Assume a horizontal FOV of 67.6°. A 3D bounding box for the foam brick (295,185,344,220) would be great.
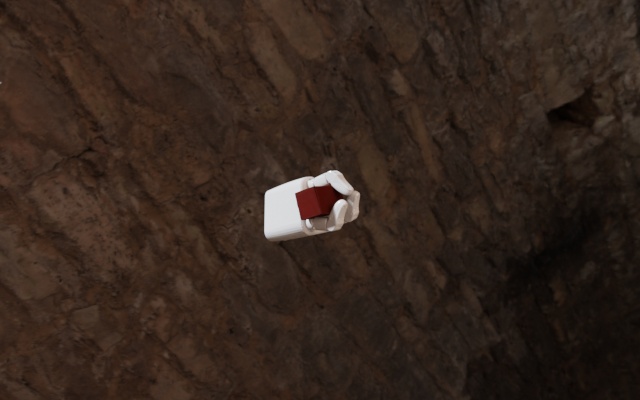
[{"bbox_3d":[0.000,0.003,0.872,0.051,0.053,0.078,-17,-7,37],"label":"foam brick"}]
